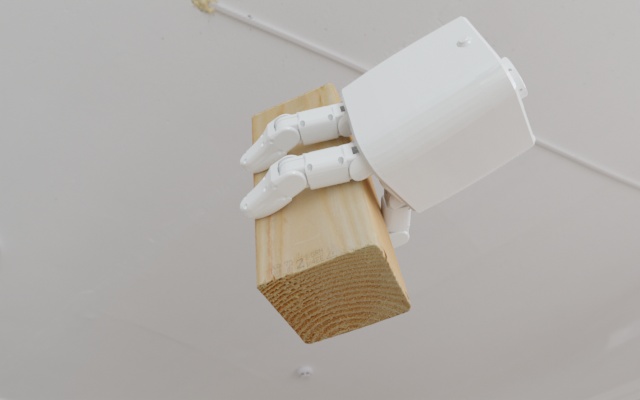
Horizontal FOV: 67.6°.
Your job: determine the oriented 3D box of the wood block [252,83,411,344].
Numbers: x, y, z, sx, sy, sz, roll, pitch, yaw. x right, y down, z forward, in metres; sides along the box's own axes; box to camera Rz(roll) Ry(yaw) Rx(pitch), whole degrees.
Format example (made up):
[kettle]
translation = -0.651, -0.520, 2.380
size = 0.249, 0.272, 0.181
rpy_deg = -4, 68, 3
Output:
[wood block]
translation = 0.001, 0.001, 0.413
size = 0.090, 0.206, 0.091
rpy_deg = -21, -48, 11
